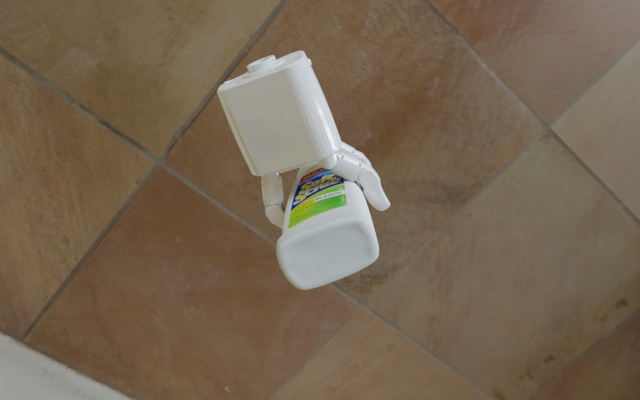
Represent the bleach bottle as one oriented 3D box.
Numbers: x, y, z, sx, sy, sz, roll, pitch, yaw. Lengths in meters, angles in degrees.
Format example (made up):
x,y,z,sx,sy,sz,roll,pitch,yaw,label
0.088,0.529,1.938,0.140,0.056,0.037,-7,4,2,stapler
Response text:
x,y,z,sx,sy,sz,roll,pitch,yaw,label
0.000,0.002,0.576,0.102,0.068,0.250,-21,24,5,bleach bottle
